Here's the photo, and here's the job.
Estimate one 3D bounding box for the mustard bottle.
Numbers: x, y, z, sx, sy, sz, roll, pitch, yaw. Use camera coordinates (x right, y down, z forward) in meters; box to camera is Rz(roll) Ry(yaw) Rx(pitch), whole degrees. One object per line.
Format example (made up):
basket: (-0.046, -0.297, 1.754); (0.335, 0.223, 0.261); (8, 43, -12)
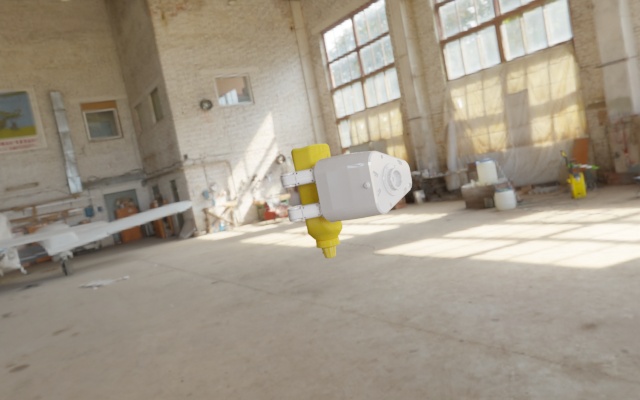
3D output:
mustard bottle: (0.000, 0.002, 0.807); (0.058, 0.191, 0.096); (-10, 4, 18)
